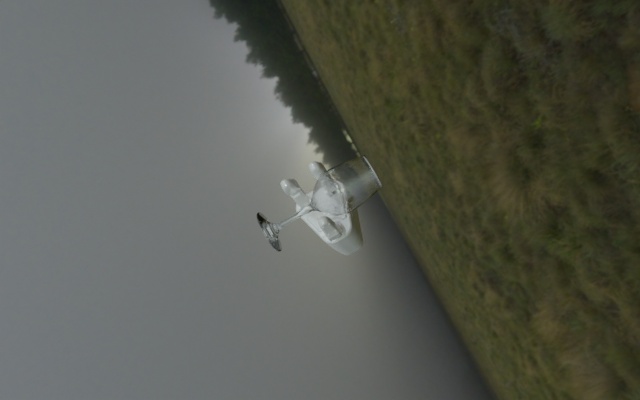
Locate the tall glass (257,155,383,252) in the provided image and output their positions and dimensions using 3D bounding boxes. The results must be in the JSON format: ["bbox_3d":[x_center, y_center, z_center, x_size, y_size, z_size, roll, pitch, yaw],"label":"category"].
[{"bbox_3d":[0.000,0.003,0.778,0.201,0.079,0.079,-30,-4,7],"label":"tall glass"}]
